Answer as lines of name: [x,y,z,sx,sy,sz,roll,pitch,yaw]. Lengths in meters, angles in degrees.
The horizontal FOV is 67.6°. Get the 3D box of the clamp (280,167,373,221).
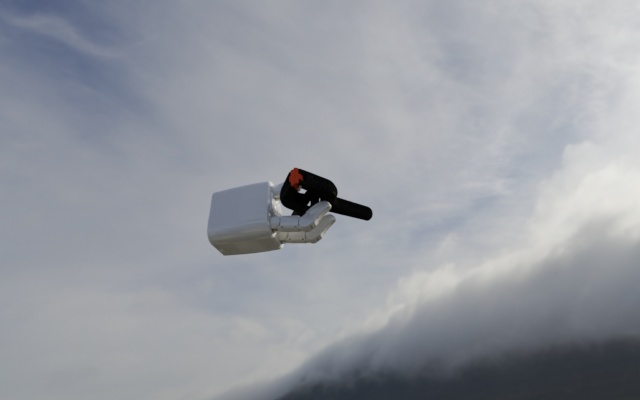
clamp: [0.000,0.002,0.802,0.164,0.036,0.210,-9,-26,7]
